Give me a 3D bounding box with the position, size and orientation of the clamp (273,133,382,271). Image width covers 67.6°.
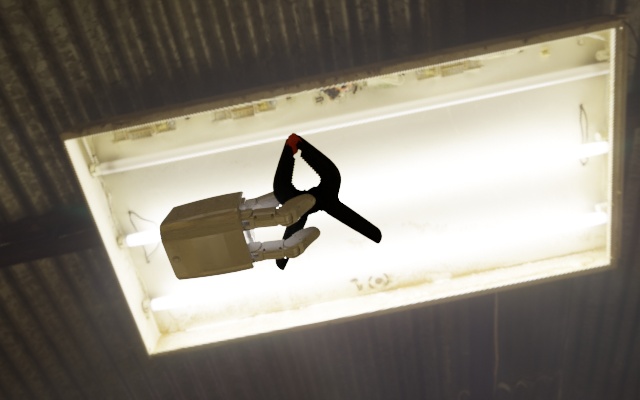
[{"bbox_3d":[0.000,0.001,0.670,0.164,0.210,0.036,-11,32,-2],"label":"clamp"}]
